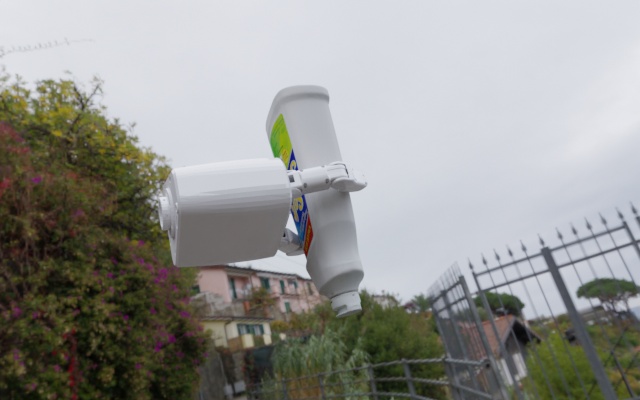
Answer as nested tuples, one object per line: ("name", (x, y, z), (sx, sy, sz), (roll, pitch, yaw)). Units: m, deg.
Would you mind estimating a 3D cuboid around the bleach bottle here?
("bleach bottle", (0.000, 0.002, 0.534), (0.068, 0.250, 0.103), (-7, -22, -22))
